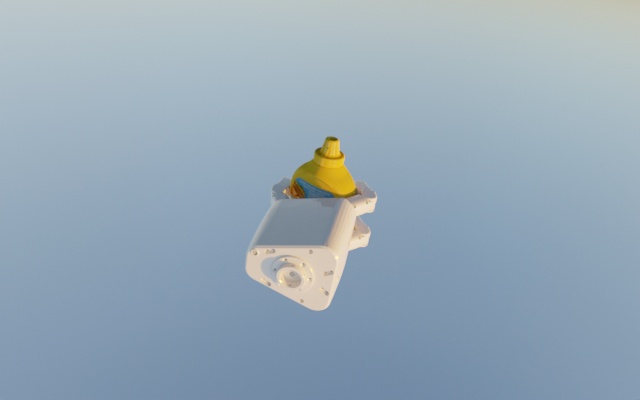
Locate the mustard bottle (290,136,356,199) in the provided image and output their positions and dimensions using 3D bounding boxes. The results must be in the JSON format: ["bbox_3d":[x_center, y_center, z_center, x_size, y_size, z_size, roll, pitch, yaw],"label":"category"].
[{"bbox_3d":[0.000,0.002,0.663,0.096,0.192,0.058,28,35,27],"label":"mustard bottle"}]
